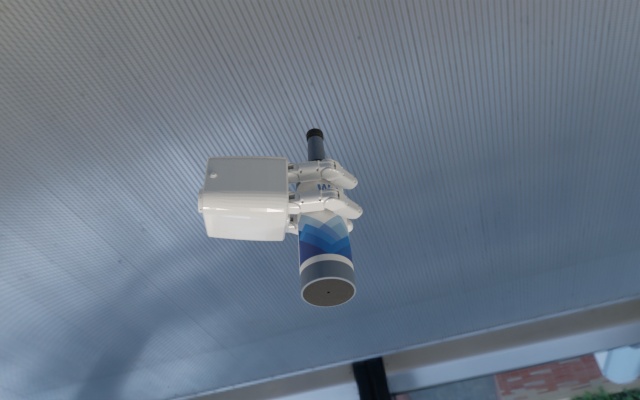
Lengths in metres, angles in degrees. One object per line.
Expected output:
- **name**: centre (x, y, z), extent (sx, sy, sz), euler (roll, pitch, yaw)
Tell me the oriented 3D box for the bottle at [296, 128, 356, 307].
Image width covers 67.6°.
- **bottle**: centre (0.000, 0.002, 0.666), extent (0.069, 0.295, 0.069), euler (-3, -43, -3)
